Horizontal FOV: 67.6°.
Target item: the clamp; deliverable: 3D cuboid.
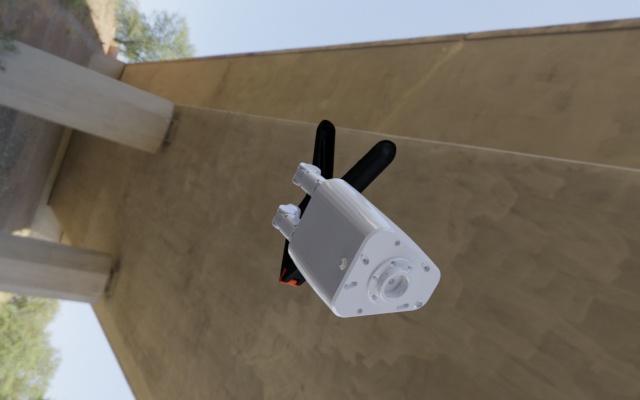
[{"bbox_3d":[0.001,0.003,0.575,0.036,0.210,0.164,20,14,-28],"label":"clamp"}]
